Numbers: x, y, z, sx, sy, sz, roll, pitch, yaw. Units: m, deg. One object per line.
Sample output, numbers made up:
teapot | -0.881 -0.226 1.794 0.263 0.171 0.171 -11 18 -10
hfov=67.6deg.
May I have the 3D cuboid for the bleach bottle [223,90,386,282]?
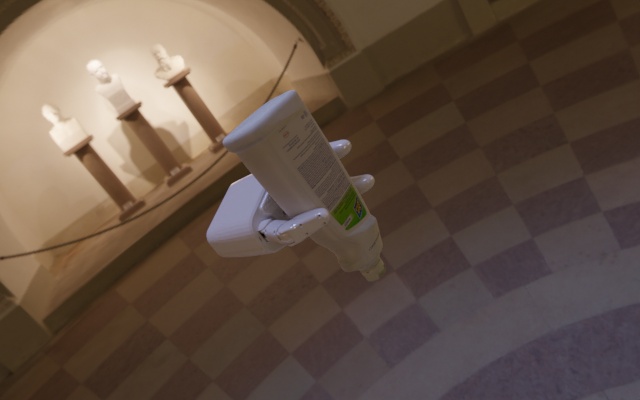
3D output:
bleach bottle | 0.000 0.002 0.563 0.068 0.251 0.102 -13 29 46
